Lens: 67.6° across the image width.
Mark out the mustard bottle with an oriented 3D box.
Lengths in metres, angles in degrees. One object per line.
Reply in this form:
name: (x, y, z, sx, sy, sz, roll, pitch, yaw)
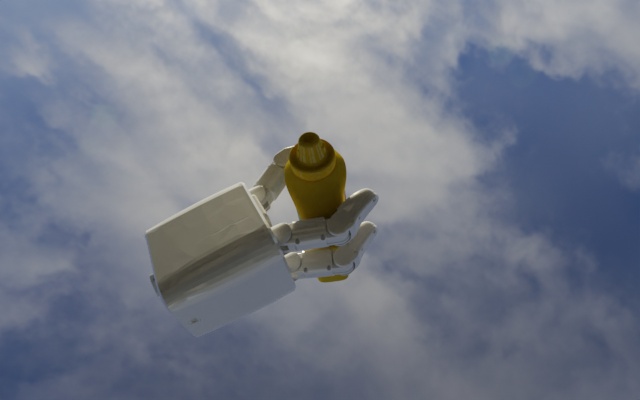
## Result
mustard bottle: (0.000, 0.002, 0.480, 0.058, 0.096, 0.192, -6, -35, 4)
